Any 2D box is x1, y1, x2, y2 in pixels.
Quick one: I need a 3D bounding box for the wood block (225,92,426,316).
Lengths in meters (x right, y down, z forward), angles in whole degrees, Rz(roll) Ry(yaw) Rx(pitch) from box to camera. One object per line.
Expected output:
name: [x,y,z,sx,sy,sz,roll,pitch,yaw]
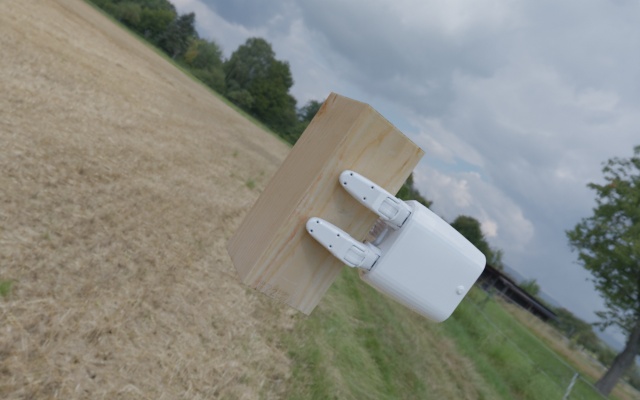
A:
wood block: [0.000,0.002,0.504,0.090,0.206,0.090,33,4,-29]
